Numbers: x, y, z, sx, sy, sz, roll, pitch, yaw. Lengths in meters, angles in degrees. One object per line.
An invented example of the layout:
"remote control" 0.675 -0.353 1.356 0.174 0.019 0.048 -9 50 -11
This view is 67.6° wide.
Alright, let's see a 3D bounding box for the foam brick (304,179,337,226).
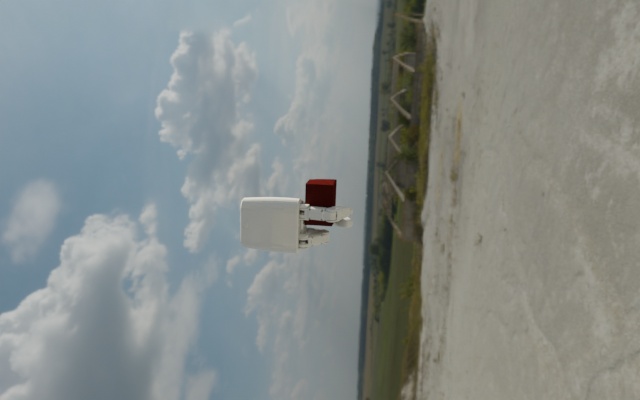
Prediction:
"foam brick" 0.000 0.003 0.864 0.051 0.078 0.053 4 13 7
